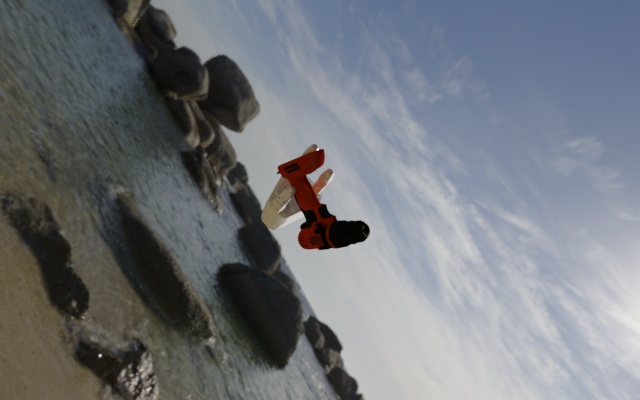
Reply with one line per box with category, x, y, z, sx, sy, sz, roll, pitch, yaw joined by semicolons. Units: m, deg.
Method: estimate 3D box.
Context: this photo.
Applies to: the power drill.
power drill;0.000;0.003;0.898;0.057;0.187;0.184;-22;6;-41
